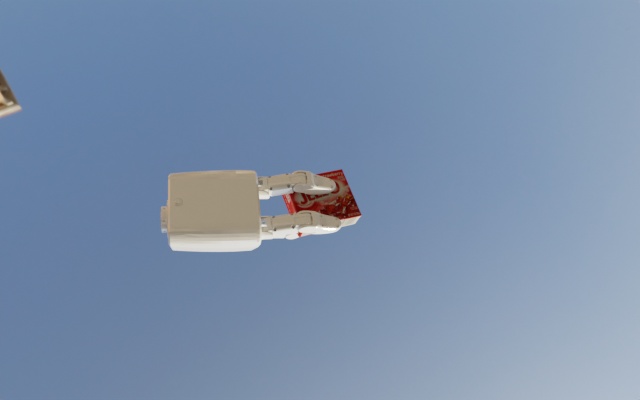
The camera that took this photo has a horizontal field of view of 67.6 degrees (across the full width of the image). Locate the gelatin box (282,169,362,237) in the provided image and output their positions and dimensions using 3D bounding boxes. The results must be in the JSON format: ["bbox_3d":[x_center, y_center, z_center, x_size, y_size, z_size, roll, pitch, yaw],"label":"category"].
[{"bbox_3d":[0.000,0.002,0.632,0.089,0.073,0.030,-12,-23,-25],"label":"gelatin box"}]
